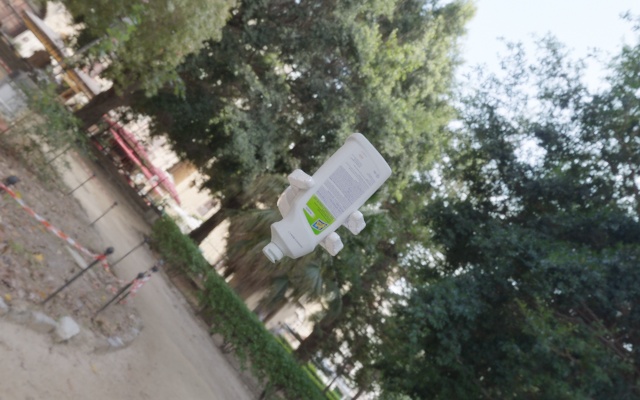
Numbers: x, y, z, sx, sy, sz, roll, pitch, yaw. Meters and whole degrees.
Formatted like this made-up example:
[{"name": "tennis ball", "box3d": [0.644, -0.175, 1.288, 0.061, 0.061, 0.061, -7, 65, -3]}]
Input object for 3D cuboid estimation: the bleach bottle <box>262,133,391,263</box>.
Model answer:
[{"name": "bleach bottle", "box3d": [0.000, 0.003, 0.797, 0.251, 0.102, 0.068, -42, 4, -16]}]
